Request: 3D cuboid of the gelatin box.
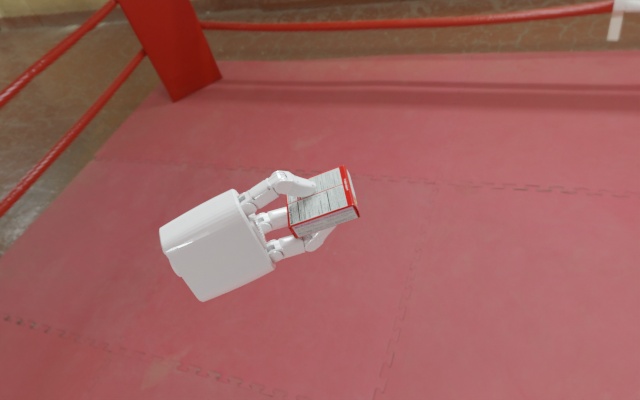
[{"bbox_3d":[0.000,0.002,0.612,0.089,0.073,0.030,-20,-44,11],"label":"gelatin box"}]
